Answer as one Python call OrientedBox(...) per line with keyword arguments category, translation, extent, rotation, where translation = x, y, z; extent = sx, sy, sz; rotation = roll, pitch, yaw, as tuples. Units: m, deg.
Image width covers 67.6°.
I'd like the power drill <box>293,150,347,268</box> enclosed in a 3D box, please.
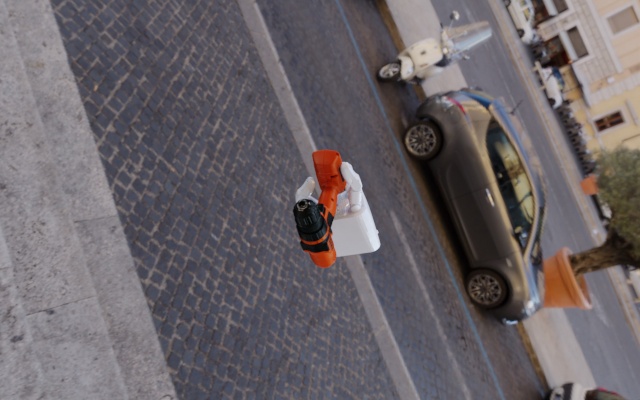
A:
OrientedBox(category="power drill", translation=(0.000, 0.003, 0.854), extent=(0.057, 0.187, 0.185), rotation=(3, -34, 14))
